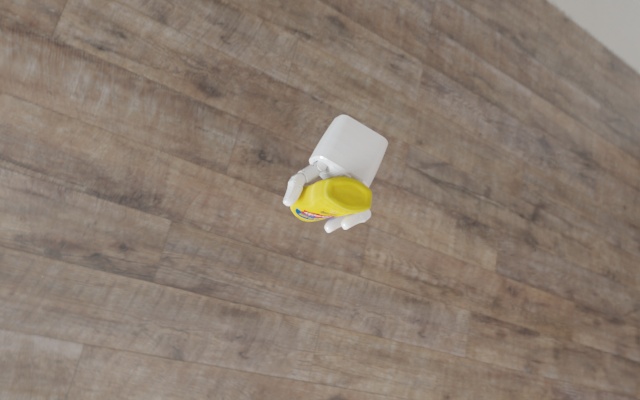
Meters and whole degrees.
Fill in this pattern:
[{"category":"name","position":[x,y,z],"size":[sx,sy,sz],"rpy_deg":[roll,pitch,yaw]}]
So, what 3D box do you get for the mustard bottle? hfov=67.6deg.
[{"category":"mustard bottle","position":[0.000,0.003,0.850],"size":[0.096,0.058,0.191],"rpy_deg":[12,-14,-28]}]
